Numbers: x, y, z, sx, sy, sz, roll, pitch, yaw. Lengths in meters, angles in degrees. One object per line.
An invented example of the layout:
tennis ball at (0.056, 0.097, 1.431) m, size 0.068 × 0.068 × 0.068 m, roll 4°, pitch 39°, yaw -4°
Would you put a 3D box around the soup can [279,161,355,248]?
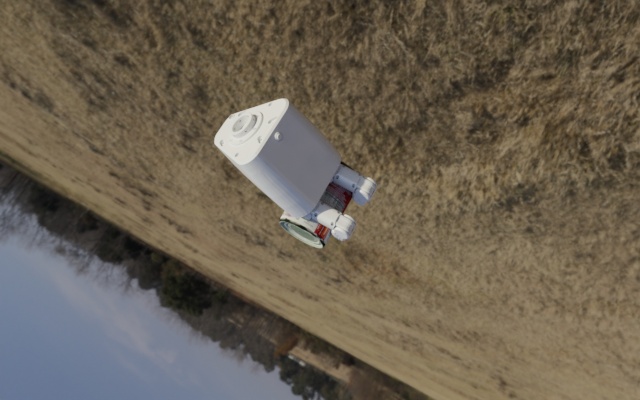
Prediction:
soup can at (0.000, 0.003, 0.619) m, size 0.068 × 0.102 × 0.068 m, roll 27°, pitch -17°, yaw 9°
